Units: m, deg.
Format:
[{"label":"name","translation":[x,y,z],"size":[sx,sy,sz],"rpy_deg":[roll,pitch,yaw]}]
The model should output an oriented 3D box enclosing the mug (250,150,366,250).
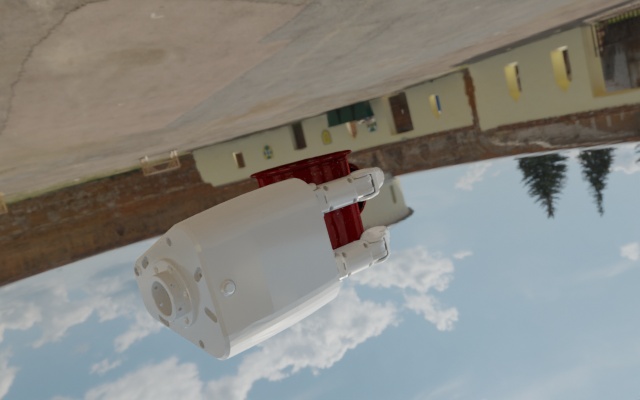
[{"label":"mug","translation":[0.001,0.001,0.441],"size":[0.093,0.081,0.117],"rpy_deg":[-7,11,46]}]
